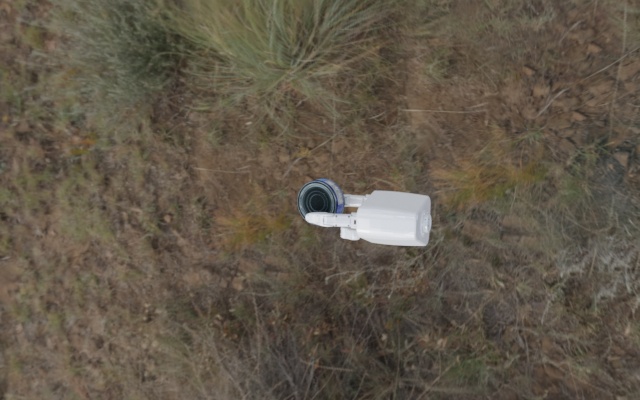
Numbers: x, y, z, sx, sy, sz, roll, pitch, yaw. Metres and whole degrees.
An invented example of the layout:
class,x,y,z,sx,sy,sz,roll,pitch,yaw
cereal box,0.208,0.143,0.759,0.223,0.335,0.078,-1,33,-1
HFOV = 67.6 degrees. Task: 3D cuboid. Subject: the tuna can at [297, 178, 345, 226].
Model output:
class,x,y,z,sx,sy,sz,roll,pitch,yaw
tuna can,0.000,0.003,0.891,0.086,0.086,0.034,0,8,29
